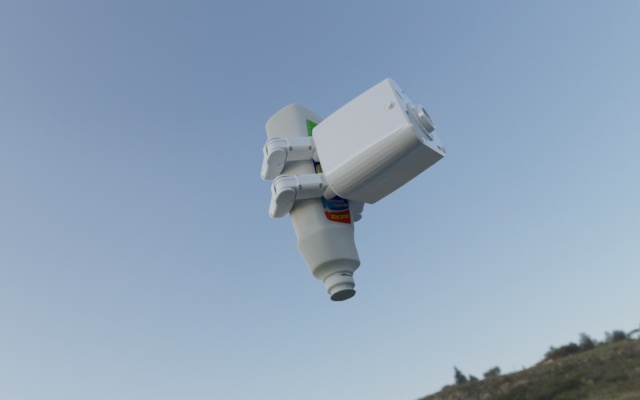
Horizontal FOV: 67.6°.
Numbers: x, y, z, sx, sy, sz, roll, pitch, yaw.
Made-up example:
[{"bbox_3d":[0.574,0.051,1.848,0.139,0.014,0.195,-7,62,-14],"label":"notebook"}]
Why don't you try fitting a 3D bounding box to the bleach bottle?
[{"bbox_3d":[0.000,0.002,0.571,0.068,0.250,0.102,-33,-37,23],"label":"bleach bottle"}]
